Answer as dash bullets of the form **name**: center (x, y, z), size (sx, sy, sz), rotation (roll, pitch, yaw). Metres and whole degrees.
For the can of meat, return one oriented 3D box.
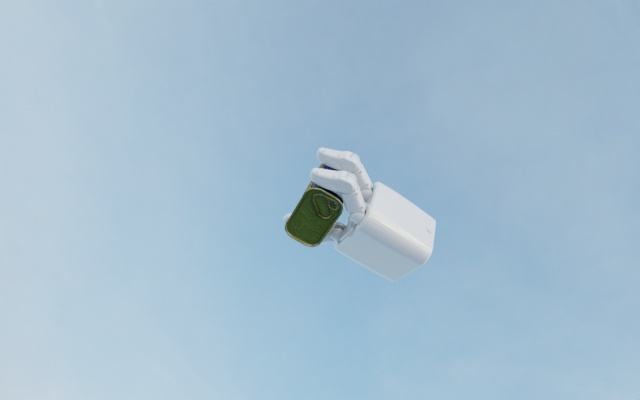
- **can of meat**: center (0.000, 0.002, 0.686), size (0.057, 0.102, 0.084), rotation (30, 38, -4)
